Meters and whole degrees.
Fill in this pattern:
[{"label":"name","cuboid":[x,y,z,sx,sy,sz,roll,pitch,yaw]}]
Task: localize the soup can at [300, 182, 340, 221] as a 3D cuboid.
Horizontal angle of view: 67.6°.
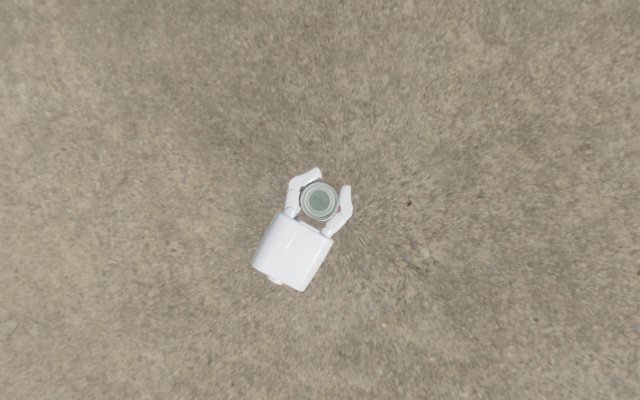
[{"label":"soup can","cuboid":[0.000,0.002,0.858,0.068,0.068,0.102,0,-2,4]}]
